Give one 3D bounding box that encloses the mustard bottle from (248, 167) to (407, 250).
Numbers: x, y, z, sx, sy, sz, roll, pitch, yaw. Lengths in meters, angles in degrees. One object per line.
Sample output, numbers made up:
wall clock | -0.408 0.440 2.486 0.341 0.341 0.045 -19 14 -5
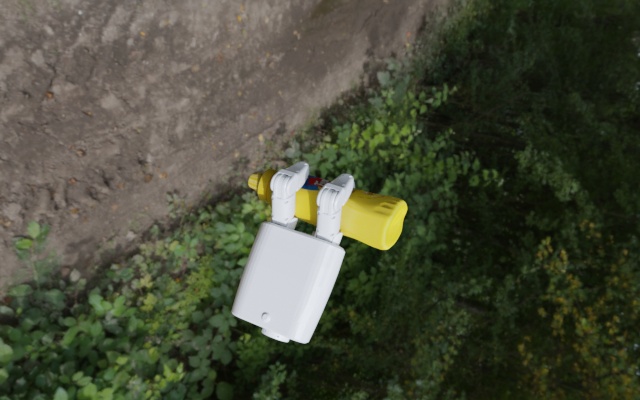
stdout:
mustard bottle | 0.000 0.002 0.565 0.191 0.058 0.096 17 14 19
